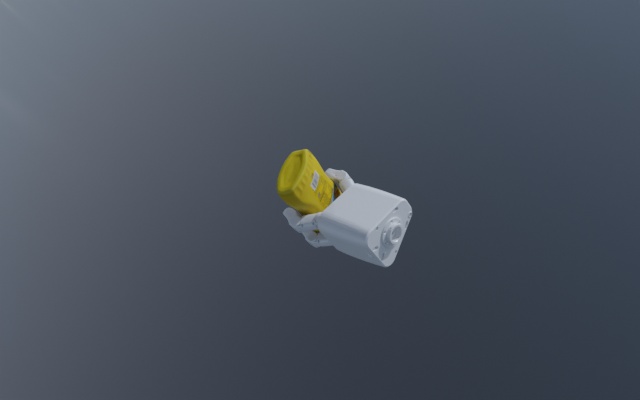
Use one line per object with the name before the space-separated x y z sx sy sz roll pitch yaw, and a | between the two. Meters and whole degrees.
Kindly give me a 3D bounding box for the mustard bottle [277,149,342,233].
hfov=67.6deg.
mustard bottle | 0.000 0.003 0.851 0.058 0.096 0.192 -8 -39 32
